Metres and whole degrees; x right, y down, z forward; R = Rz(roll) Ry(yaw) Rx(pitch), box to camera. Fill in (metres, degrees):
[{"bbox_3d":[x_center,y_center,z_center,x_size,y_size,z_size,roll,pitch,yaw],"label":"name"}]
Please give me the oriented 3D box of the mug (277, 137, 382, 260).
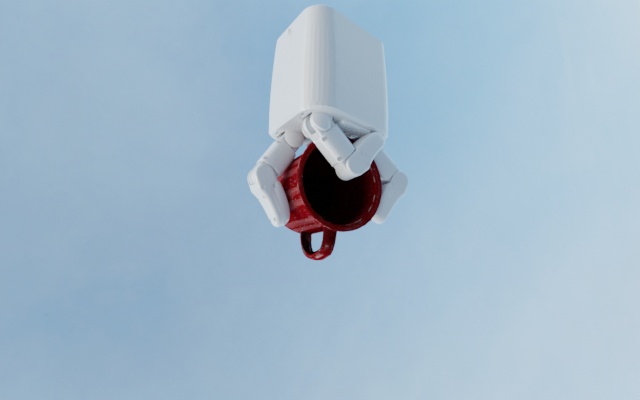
[{"bbox_3d":[0.000,0.003,0.478,0.093,0.117,0.081,9,-14,-28],"label":"mug"}]
